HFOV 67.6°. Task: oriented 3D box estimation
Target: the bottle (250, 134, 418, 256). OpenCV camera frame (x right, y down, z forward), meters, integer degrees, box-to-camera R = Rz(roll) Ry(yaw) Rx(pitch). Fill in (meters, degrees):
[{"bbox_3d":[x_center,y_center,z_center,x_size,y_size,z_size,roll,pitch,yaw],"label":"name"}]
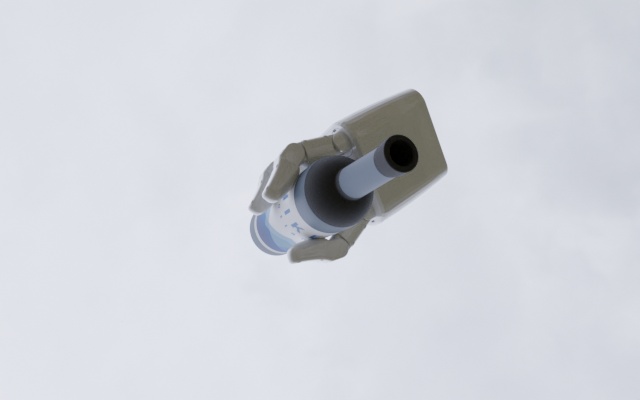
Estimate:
[{"bbox_3d":[0.000,0.002,0.455,0.069,0.069,0.296,0,-13,-23],"label":"bottle"}]
